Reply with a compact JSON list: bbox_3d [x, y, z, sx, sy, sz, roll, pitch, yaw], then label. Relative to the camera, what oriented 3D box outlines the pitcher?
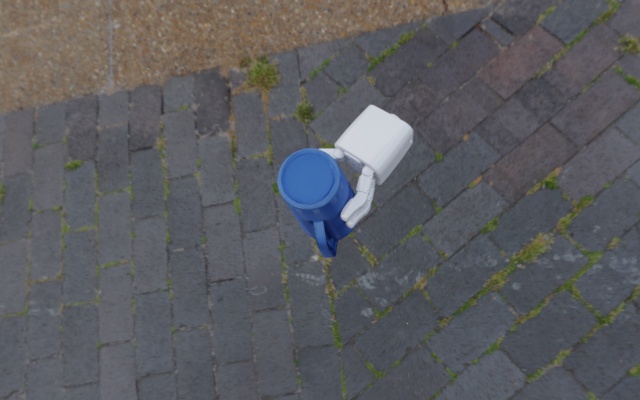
[{"bbox_3d":[0.000,0.003,0.895,0.149,0.145,0.243,41,-5,17],"label":"pitcher"}]
